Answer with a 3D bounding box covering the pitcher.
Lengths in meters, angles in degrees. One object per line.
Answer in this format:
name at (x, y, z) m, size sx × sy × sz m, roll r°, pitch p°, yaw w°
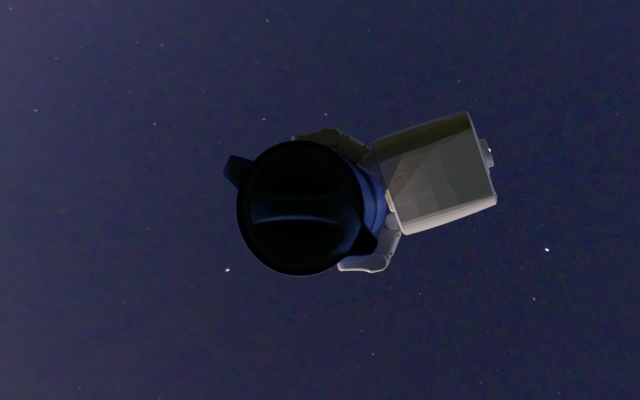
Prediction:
pitcher at (0.000, 0.002, 0.576) m, size 0.145 × 0.149 × 0.243 m, roll -20°, pitch -5°, yaw 15°
